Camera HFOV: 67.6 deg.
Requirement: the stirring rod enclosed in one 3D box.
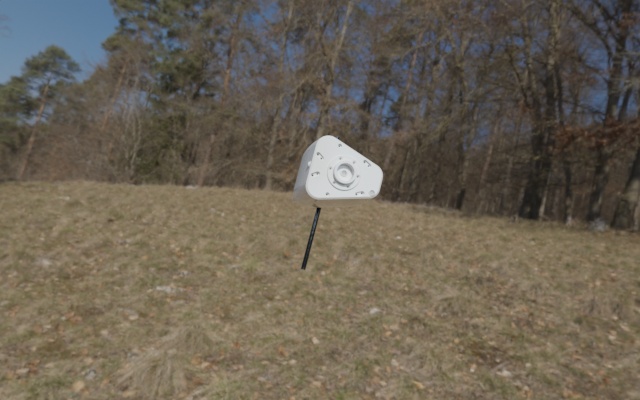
[{"bbox_3d":[0.000,0.003,0.832,0.011,0.239,0.011,14,-7,2],"label":"stirring rod"}]
